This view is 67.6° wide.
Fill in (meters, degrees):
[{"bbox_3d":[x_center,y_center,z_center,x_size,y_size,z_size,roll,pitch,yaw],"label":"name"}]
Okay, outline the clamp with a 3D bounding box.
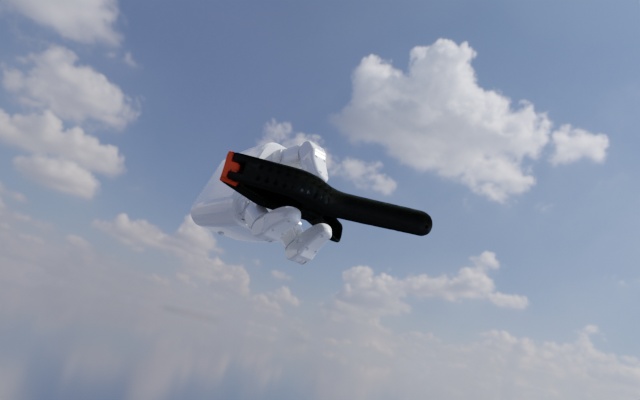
[{"bbox_3d":[0.000,0.001,0.492,0.210,0.036,0.164,26,-22,-37],"label":"clamp"}]
